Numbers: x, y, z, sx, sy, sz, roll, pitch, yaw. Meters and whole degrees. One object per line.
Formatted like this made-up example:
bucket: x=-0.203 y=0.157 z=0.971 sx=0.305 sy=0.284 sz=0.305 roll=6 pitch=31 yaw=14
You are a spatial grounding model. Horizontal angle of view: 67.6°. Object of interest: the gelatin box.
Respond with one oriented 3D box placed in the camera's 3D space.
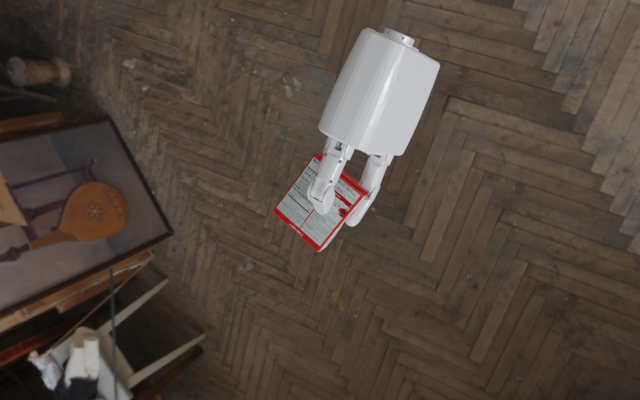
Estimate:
gelatin box: x=0.000 y=0.002 z=0.548 sx=0.073 sy=0.089 sz=0.030 roll=41 pitch=16 yaw=10
